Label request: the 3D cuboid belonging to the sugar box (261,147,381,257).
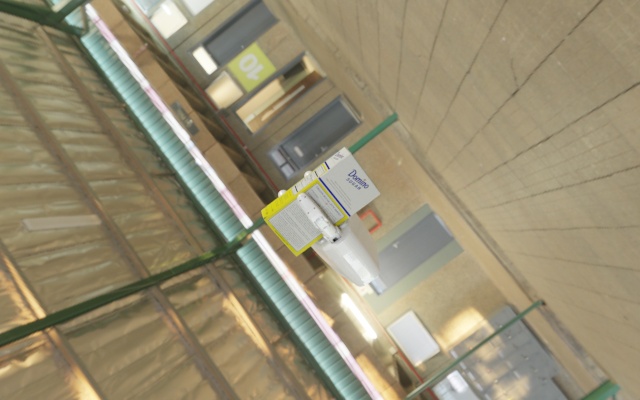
[{"bbox_3d":[0.000,0.003,0.784,0.176,0.093,0.048,-37,26,3],"label":"sugar box"}]
